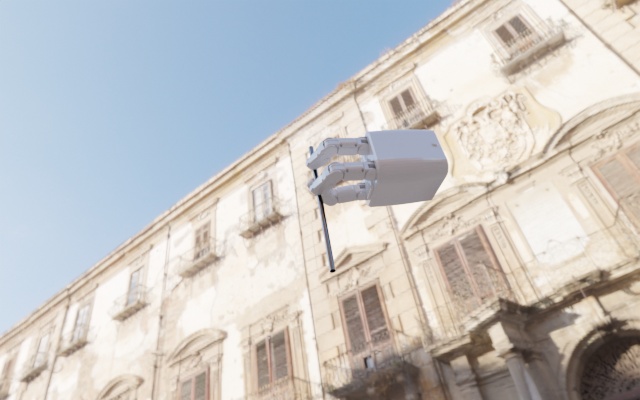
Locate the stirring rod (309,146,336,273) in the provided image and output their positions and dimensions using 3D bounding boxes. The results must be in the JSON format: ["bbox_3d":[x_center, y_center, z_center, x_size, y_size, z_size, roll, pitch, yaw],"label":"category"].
[{"bbox_3d":[0.000,0.002,0.686,0.011,0.239,0.011,-5,-43,-5],"label":"stirring rod"}]
